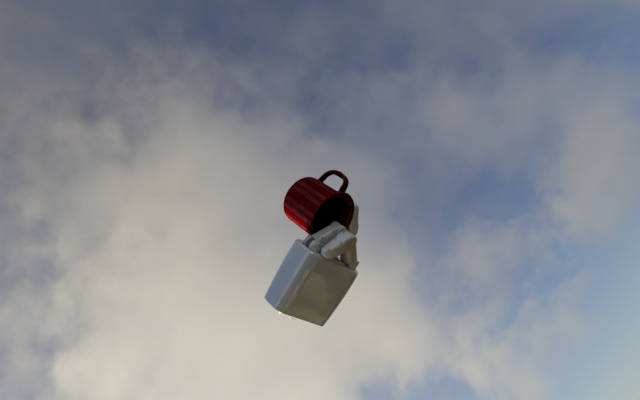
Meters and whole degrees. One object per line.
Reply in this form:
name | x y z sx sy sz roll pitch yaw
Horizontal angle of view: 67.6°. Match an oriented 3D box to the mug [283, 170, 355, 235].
mug | 0.001 0.001 0.770 0.081 0.117 0.093 33 4 40
